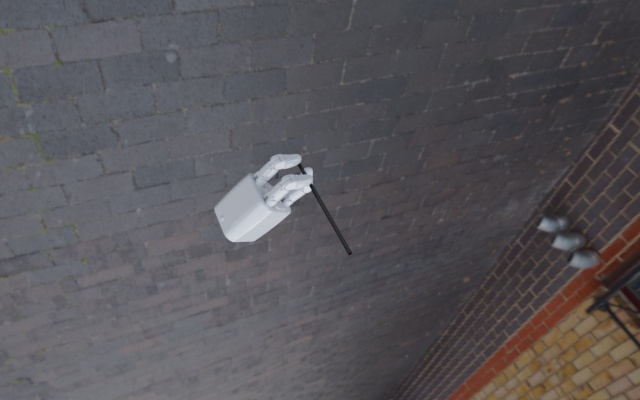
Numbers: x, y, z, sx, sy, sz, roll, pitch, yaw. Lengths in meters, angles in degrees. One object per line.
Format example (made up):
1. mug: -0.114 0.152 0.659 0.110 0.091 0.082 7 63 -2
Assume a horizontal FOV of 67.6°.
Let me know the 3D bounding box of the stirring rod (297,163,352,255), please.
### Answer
1. stirring rod: 0.000 0.003 0.878 0.011 0.239 0.011 -21 -33 -14
